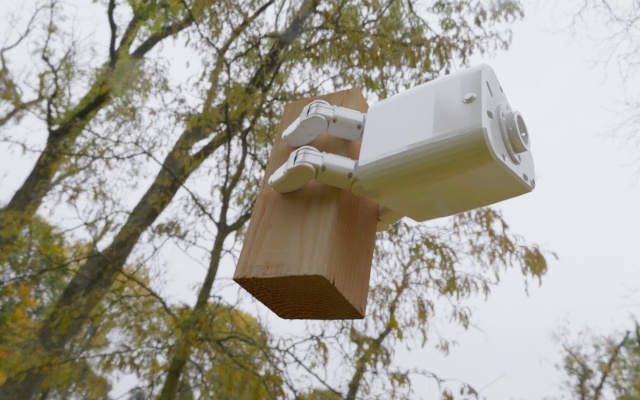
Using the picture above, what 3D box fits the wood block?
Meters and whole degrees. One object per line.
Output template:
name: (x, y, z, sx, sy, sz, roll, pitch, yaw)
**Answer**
wood block: (0.001, 0.002, 0.463, 0.090, 0.206, 0.091, -7, -38, 27)
